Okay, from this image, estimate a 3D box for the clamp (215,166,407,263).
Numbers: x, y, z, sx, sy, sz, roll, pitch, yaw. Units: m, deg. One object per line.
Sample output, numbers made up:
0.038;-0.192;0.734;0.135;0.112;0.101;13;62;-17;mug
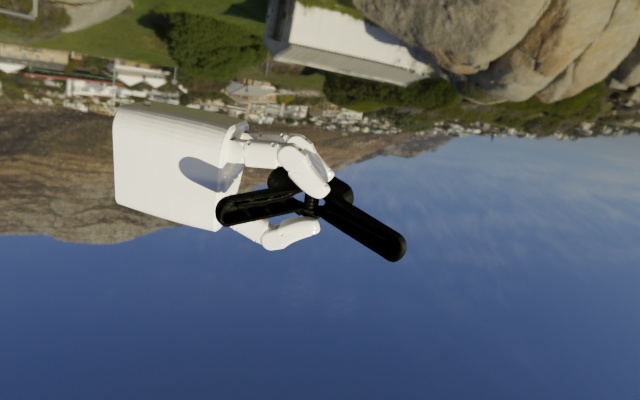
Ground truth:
0.000;0.002;0.485;0.164;0.036;0.210;16;17;0;clamp
